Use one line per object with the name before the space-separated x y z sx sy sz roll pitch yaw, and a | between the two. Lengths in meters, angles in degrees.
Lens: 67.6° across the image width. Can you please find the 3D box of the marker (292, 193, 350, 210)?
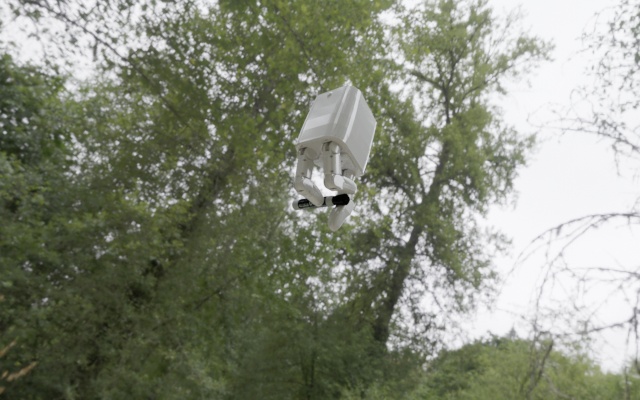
marker | 0.000 0.003 0.781 0.121 0.020 0.020 -7 -5 44
